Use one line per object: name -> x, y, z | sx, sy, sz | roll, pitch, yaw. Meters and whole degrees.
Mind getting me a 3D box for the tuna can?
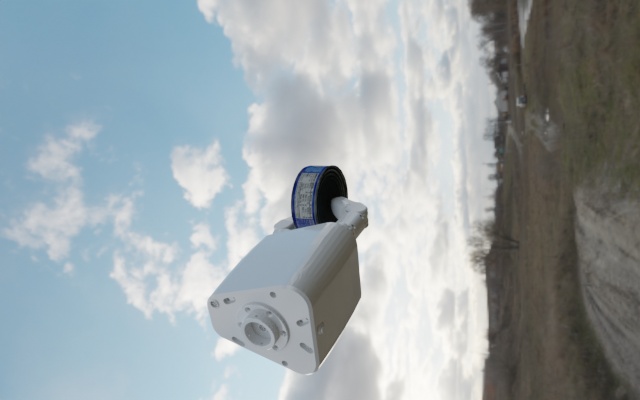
tuna can -> 0.000, 0.002, 0.552 | 0.034, 0.086, 0.086 | 3, 1, 27
